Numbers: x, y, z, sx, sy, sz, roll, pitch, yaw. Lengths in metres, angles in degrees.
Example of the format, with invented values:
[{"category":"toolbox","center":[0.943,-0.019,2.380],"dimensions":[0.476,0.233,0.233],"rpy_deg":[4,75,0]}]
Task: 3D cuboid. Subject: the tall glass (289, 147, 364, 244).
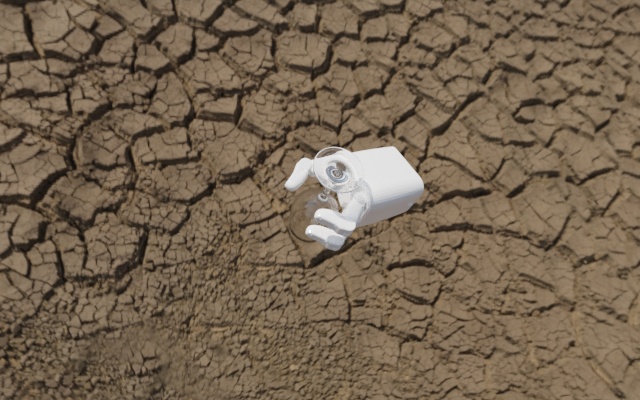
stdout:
[{"category":"tall glass","center":[0.000,0.002,0.745],"dimensions":[0.079,0.079,0.201],"rpy_deg":[0,-27,-17]}]
